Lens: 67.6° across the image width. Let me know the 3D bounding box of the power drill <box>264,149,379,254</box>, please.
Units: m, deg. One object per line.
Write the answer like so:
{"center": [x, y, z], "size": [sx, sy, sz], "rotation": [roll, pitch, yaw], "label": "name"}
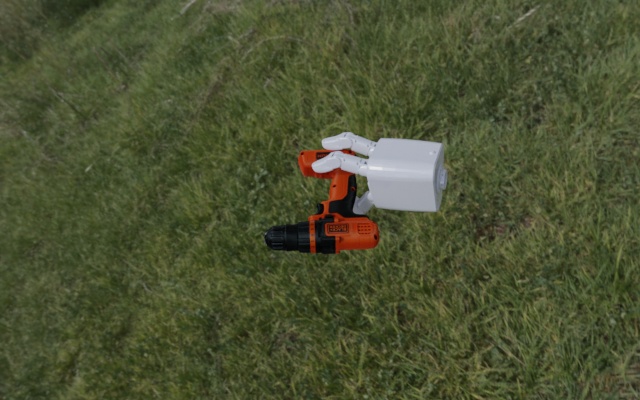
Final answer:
{"center": [0.000, 0.002, 0.804], "size": [0.184, 0.187, 0.057], "rotation": [-1, -32, -1], "label": "power drill"}
